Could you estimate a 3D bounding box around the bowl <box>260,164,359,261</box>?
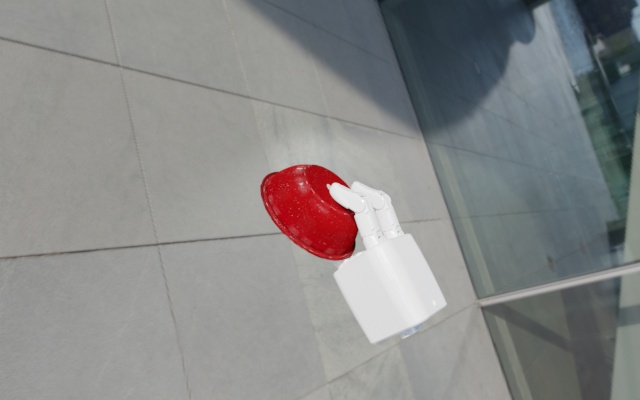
[{"bbox_3d":[-0.001,0.001,0.652,0.162,0.162,0.055,0,-42,-52],"label":"bowl"}]
